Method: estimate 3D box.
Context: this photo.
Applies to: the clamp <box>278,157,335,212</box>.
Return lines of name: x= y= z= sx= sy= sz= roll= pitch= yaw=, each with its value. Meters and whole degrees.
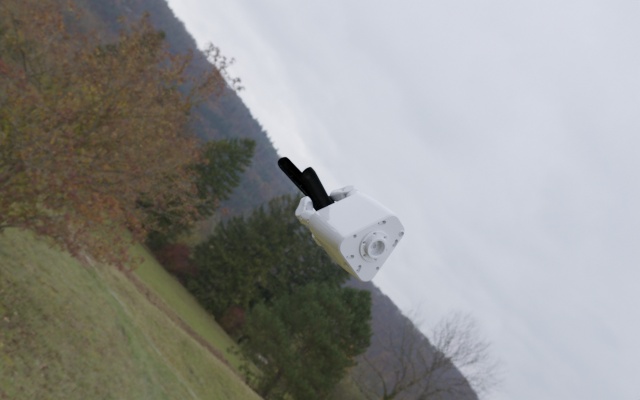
clamp: x=0.001 y=0.003 z=0.883 sx=0.036 sy=0.210 sz=0.164 roll=-40 pitch=29 yaw=-7
